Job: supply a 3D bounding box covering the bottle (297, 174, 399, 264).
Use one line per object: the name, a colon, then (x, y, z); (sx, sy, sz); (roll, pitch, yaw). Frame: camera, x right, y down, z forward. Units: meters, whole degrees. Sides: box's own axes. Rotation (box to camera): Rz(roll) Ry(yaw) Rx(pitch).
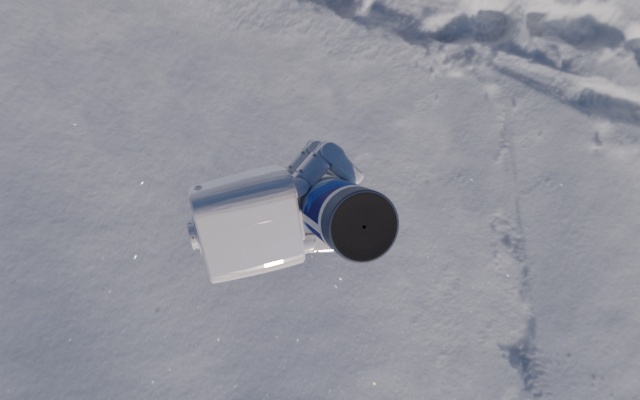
bottle: (0.000, 0.002, 0.557); (0.069, 0.069, 0.295); (0, 8, -15)
